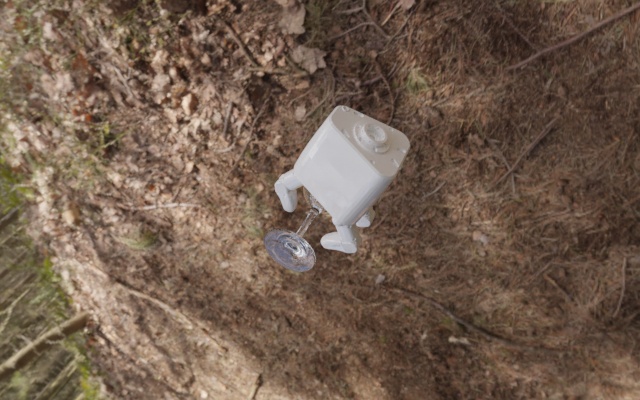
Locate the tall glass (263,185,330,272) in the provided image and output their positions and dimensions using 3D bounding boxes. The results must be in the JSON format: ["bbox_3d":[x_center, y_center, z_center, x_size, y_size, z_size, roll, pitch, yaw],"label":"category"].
[{"bbox_3d":[0.000,0.003,0.672,0.079,0.079,0.201,0,38,31],"label":"tall glass"}]
